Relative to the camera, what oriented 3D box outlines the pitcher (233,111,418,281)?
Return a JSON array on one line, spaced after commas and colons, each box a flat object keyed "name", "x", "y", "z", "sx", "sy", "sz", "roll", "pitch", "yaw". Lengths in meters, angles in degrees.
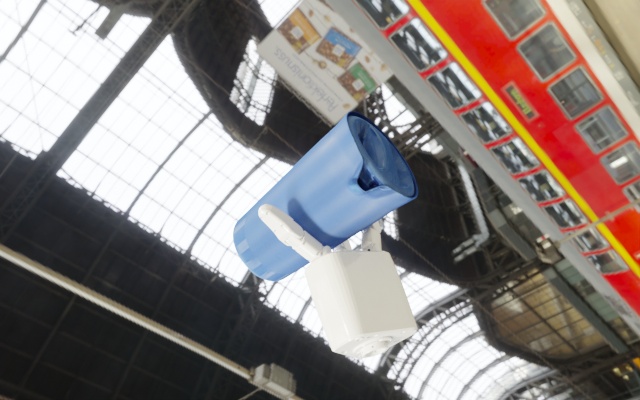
[{"name": "pitcher", "x": 0.000, "y": 0.002, "z": 0.644, "sx": 0.243, "sy": 0.145, "sz": 0.149, "roll": -38, "pitch": -34, "yaw": 26}]
